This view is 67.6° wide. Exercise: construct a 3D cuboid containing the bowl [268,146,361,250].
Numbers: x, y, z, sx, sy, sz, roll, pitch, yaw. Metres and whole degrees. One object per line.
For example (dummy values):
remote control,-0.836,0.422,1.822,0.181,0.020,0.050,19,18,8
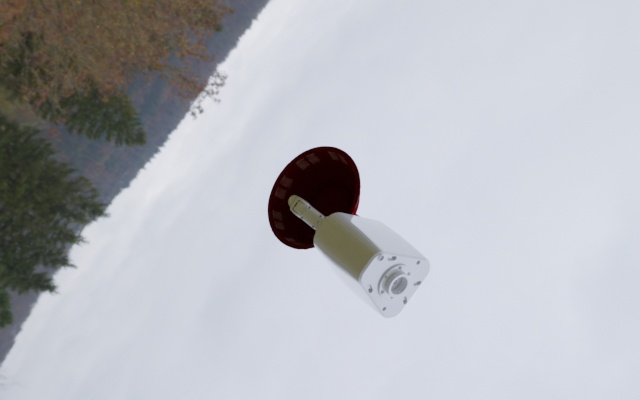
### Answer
bowl,0.000,0.002,0.715,0.162,0.162,0.055,0,-21,35
